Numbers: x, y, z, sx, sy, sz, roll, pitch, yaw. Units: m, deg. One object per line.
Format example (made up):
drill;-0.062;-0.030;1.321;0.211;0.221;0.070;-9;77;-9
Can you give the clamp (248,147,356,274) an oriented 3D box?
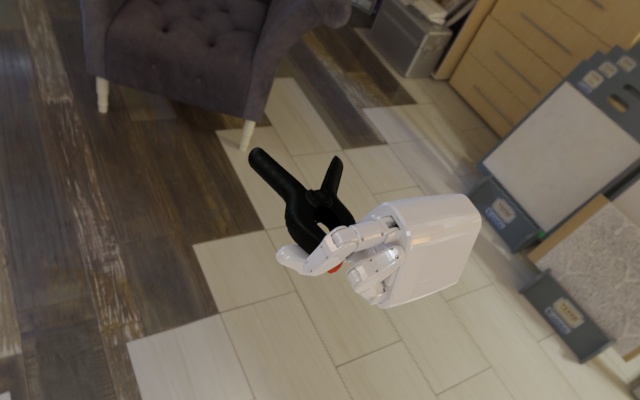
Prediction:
clamp;0.000;0.001;0.531;0.120;0.171;0.039;-9;-36;-29
